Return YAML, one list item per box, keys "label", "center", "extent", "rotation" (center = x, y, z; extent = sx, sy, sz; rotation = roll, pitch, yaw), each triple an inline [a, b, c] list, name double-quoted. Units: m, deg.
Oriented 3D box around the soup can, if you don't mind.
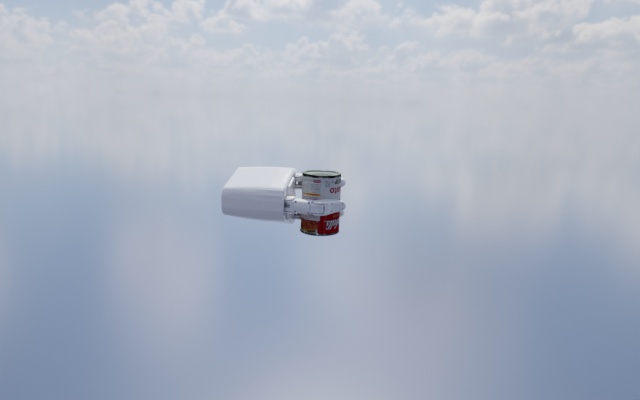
- label: "soup can"
  center: [0.001, 0.002, 0.811]
  extent: [0.068, 0.102, 0.068]
  rotation: [2, 12, 0]
